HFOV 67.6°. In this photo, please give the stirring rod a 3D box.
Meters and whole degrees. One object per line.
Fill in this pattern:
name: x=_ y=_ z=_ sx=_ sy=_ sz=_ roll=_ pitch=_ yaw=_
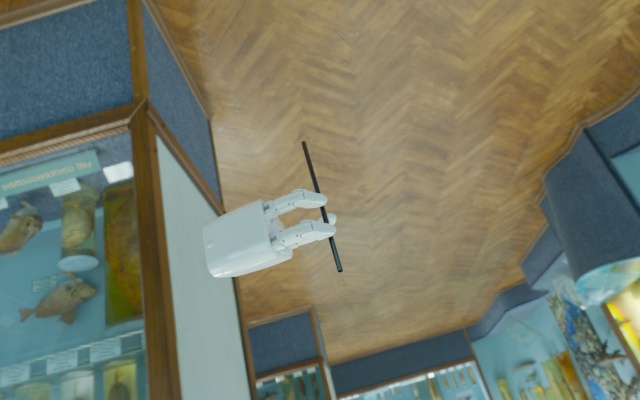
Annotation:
stirring rod: x=0.000 y=0.002 z=0.758 sx=0.011 sy=0.239 sz=0.011 roll=-12 pitch=-29 yaw=-7
